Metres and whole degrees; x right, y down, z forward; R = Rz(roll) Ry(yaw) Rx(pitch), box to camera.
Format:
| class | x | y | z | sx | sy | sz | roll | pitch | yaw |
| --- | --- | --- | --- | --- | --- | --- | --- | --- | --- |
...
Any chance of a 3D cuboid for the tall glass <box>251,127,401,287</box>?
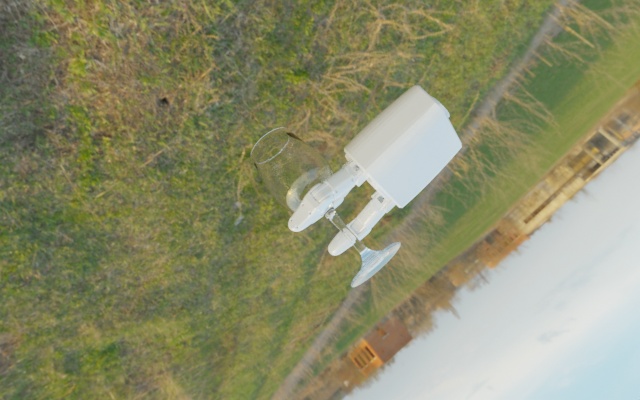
| class | x | y | z | sx | sy | sz | roll | pitch | yaw |
| --- | --- | --- | --- | --- | --- | --- | --- | --- | --- |
| tall glass | 0.000 | 0.002 | 0.564 | 0.079 | 0.201 | 0.079 | -37 | -20 | -15 |
